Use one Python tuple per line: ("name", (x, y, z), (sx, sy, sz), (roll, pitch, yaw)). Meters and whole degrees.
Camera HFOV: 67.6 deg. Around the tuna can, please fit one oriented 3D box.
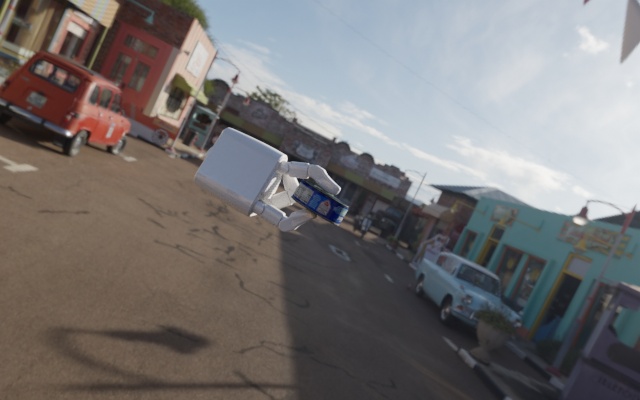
("tuna can", (0.000, 0.002, 0.727), (0.086, 0.034, 0.086), (31, 4, -2))
